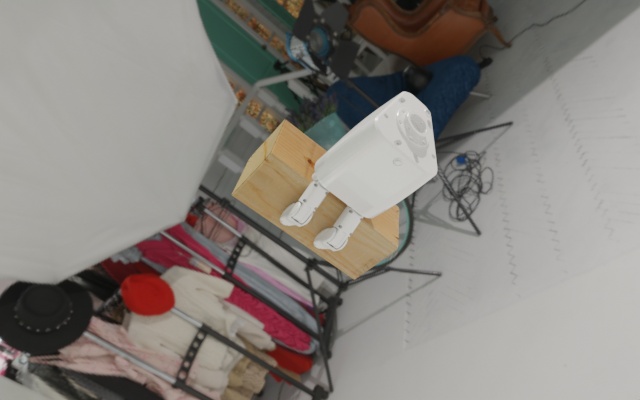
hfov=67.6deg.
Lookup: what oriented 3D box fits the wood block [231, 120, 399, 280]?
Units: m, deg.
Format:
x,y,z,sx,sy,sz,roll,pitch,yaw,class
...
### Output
x,y,z,sx,sy,sz,roll,pitch,yaw,class
0.000,0.002,0.640,0.206,0.090,0.090,37,-55,-17,wood block
